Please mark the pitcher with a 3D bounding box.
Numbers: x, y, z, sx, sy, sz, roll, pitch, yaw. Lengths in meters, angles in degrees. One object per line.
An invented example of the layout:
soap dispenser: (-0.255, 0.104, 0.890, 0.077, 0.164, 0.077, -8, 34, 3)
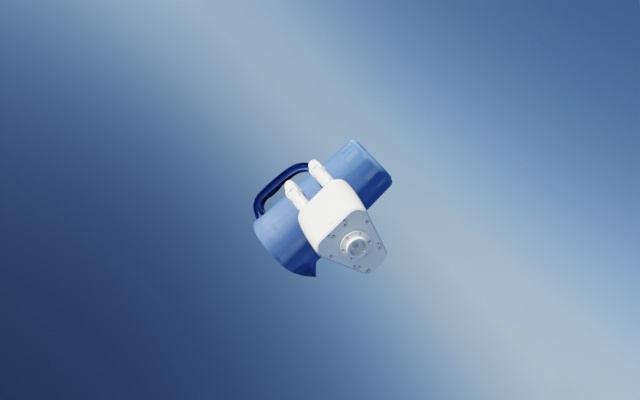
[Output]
pitcher: (0.000, 0.003, 0.855, 0.149, 0.243, 0.145, 44, 7, -24)
